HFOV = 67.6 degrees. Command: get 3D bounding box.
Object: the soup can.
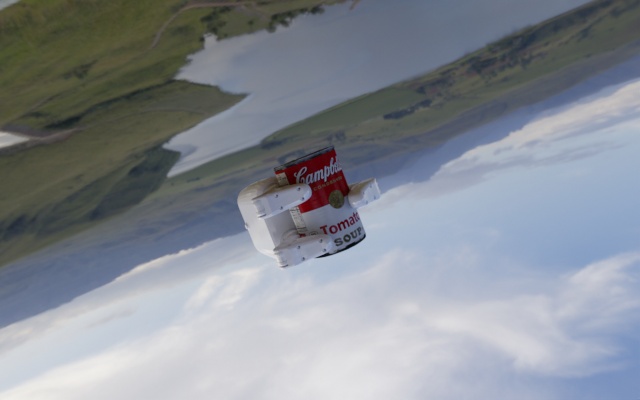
[{"bbox_3d":[0.000,0.002,0.502,0.068,0.102,0.068,-21,7,2],"label":"soup can"}]
